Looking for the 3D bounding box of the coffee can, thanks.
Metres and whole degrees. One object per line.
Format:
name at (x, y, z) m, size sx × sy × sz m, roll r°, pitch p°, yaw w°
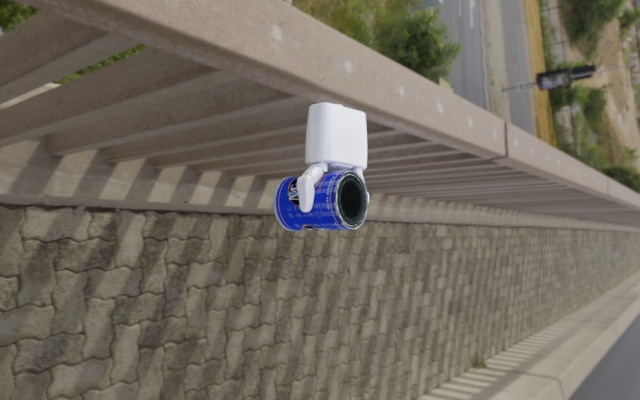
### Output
coffee can at (0.000, 0.003, 0.860) m, size 0.140 × 0.103 × 0.103 m, roll -4°, pitch -2°, yaw 37°
